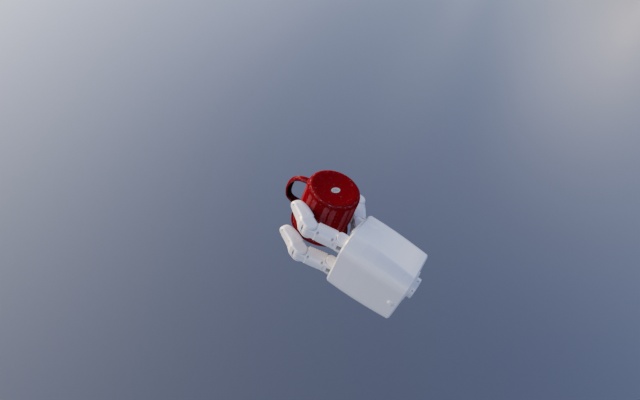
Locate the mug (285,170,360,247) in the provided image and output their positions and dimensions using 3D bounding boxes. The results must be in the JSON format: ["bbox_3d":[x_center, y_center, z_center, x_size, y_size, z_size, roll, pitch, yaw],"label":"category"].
[{"bbox_3d":[-0.001,0.001,0.722,0.117,0.082,0.093,33,44,10],"label":"mug"}]
